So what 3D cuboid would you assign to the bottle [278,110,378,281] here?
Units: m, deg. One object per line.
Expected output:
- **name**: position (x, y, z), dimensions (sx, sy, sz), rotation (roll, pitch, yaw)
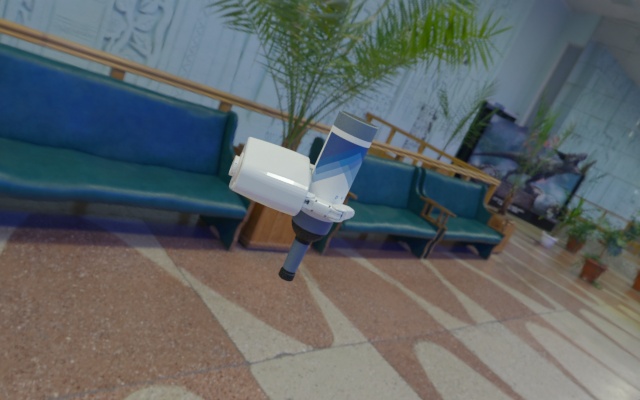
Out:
- **bottle**: position (0.000, 0.002, 0.779), dimensions (0.069, 0.296, 0.069), rotation (23, 15, -7)
